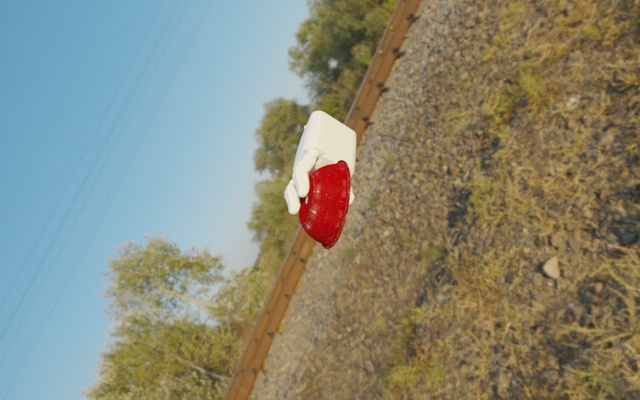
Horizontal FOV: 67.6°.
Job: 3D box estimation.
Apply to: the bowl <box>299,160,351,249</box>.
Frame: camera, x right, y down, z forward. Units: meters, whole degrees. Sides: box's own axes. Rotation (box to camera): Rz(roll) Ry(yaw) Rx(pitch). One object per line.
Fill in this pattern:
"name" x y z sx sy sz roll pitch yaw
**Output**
"bowl" 0.000 0.004 0.842 0.055 0.162 0.162 10 -3 -16
